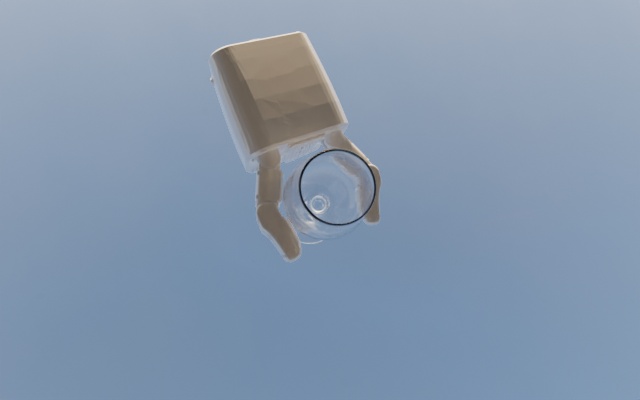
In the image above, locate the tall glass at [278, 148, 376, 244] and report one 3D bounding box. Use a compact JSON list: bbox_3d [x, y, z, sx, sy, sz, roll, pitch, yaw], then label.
[{"bbox_3d":[0.000,0.002,0.470,0.079,0.079,0.201,0,-7,-8],"label":"tall glass"}]
